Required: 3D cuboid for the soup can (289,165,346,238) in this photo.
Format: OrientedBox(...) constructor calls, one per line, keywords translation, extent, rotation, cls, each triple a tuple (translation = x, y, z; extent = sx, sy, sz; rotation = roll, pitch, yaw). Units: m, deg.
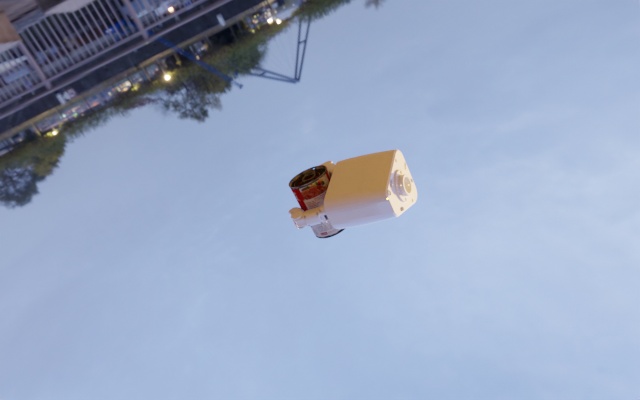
OrientedBox(translation=(0.000, 0.003, 0.784), extent=(0.068, 0.102, 0.068), rotation=(-23, 22, 10), cls="soup can")
